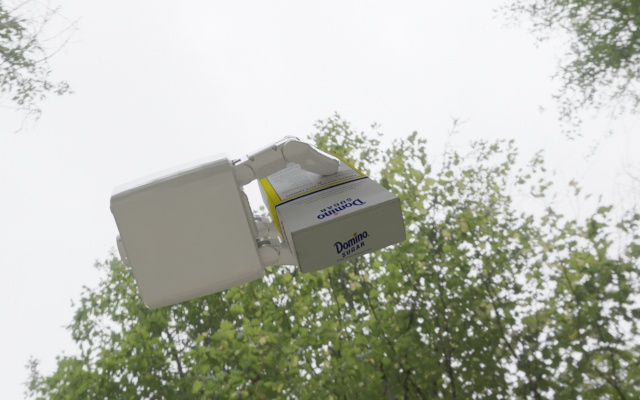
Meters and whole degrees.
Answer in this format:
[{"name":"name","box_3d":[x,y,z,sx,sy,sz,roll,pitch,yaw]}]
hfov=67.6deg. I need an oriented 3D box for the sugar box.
[{"name":"sugar box","box_3d":[0.000,0.002,0.449,0.093,0.048,0.176,-17,25,-10]}]
